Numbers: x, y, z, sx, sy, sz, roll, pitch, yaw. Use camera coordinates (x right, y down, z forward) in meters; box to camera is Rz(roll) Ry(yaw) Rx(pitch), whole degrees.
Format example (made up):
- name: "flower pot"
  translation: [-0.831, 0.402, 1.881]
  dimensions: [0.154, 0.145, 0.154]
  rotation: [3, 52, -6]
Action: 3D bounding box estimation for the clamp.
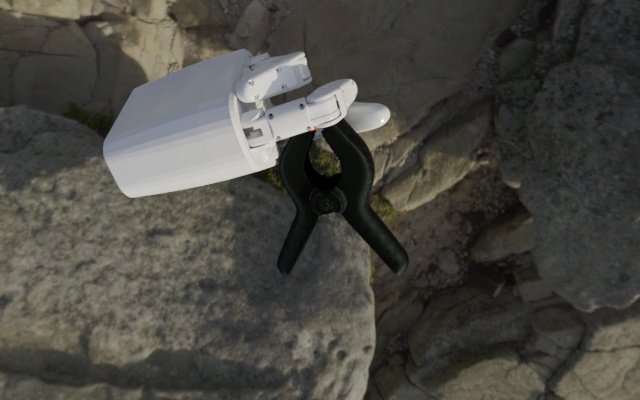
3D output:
- name: "clamp"
  translation: [0.000, 0.001, 0.410]
  dimensions: [0.120, 0.171, 0.039]
  rotation: [-14, 24, 11]
